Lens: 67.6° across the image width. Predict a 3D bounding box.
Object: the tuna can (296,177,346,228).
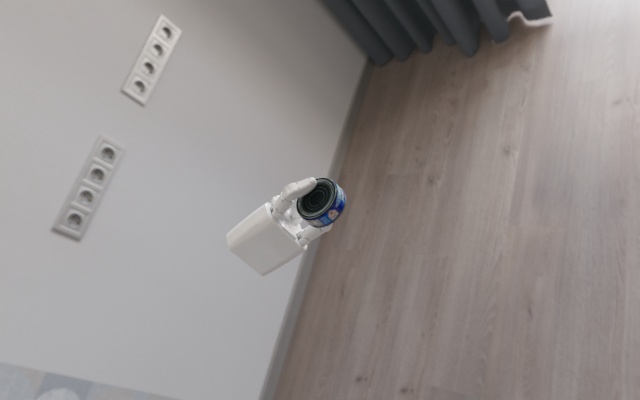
[{"bbox_3d":[0.000,0.002,0.835,0.086,0.086,0.034,0,-30,37],"label":"tuna can"}]
